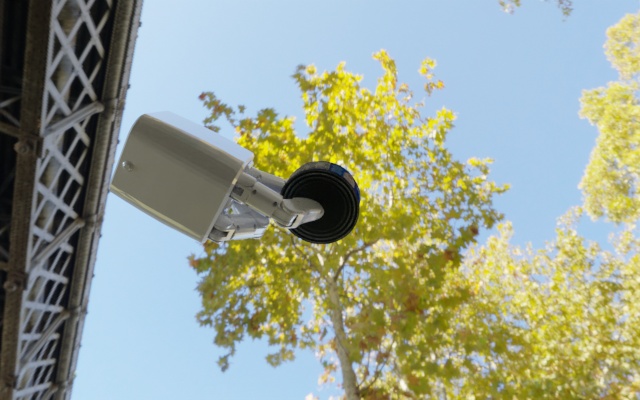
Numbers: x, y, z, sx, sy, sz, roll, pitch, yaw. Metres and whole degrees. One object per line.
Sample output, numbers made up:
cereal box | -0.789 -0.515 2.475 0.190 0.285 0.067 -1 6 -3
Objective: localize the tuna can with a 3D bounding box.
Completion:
tuna can | 0.000 0.001 0.512 0.086 0.086 0.033 0 23 9
